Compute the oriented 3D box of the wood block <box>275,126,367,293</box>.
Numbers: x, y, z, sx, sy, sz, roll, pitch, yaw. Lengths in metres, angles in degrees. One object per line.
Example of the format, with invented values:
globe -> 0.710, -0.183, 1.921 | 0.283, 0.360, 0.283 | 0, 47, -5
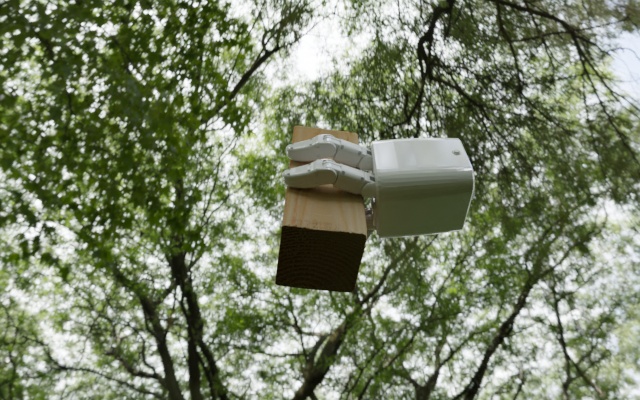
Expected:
wood block -> 0.000, 0.002, 0.583 | 0.090, 0.091, 0.206 | 6, 37, -3
